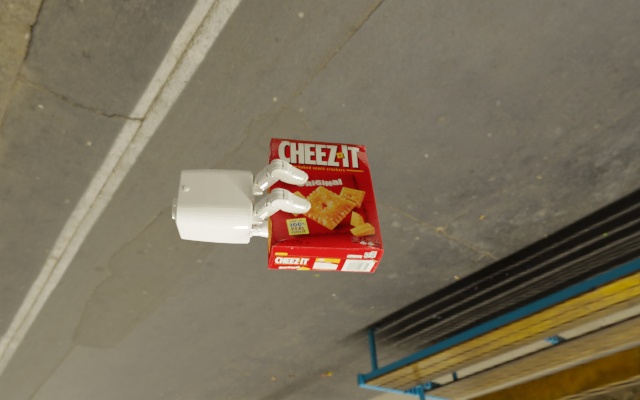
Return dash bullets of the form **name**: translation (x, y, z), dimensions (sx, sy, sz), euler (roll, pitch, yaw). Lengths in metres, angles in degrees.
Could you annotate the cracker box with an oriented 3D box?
- **cracker box**: translation (0.000, 0.003, 0.746), dimensions (0.164, 0.213, 0.072), euler (4, -38, -11)
